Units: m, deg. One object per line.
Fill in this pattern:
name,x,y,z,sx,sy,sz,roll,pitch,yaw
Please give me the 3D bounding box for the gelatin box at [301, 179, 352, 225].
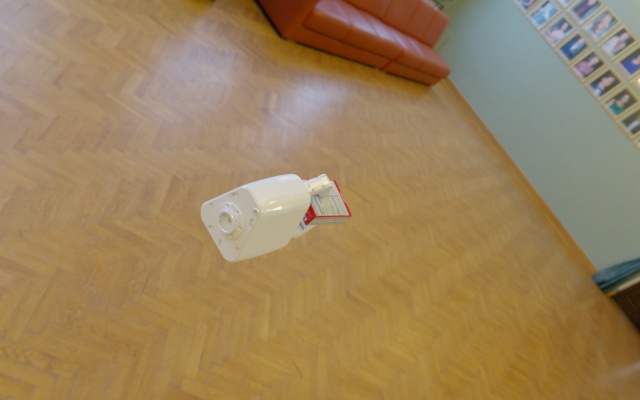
gelatin box,0.001,0.002,0.774,0.089,0.073,0.030,0,-33,-45
